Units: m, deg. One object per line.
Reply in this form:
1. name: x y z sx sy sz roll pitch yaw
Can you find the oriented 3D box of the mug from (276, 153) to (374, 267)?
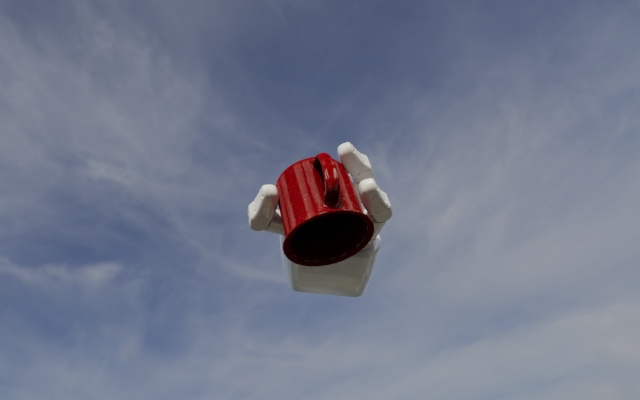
1. mug: 0.000 0.001 0.485 0.093 0.081 0.117 -8 -39 -11
